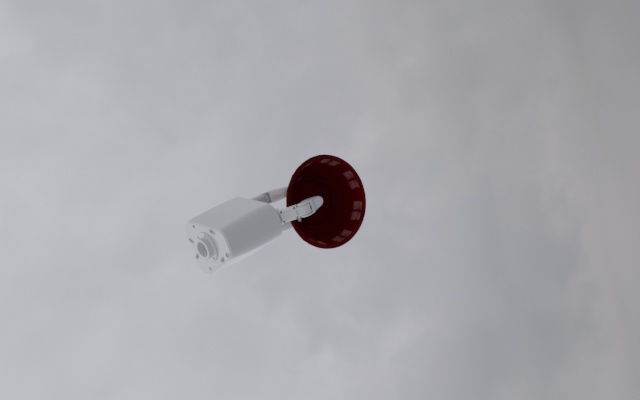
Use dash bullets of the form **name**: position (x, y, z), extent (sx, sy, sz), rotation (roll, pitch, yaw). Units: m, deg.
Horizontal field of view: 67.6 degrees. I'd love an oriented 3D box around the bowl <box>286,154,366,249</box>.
- **bowl**: position (0.001, 0.003, 0.836), extent (0.162, 0.162, 0.055), rotation (0, -2, -31)
